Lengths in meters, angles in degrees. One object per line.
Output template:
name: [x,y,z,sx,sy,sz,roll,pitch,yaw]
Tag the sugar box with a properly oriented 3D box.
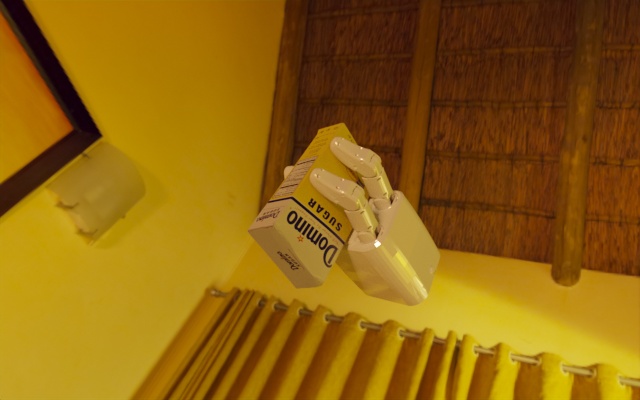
sugar box: [0.001,0.002,0.536,0.048,0.093,0.176,-13,35,39]
